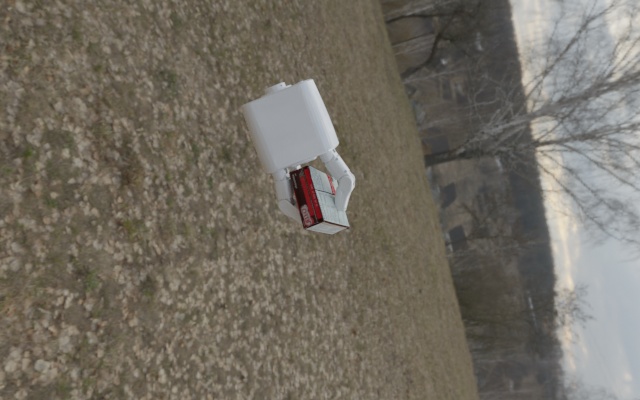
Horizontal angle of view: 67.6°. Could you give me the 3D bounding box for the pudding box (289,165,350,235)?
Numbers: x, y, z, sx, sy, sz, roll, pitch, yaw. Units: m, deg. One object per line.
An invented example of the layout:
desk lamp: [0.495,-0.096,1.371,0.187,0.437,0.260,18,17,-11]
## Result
pudding box: [0.000,0.002,0.731,0.039,0.090,0.113,-20,-16,21]
